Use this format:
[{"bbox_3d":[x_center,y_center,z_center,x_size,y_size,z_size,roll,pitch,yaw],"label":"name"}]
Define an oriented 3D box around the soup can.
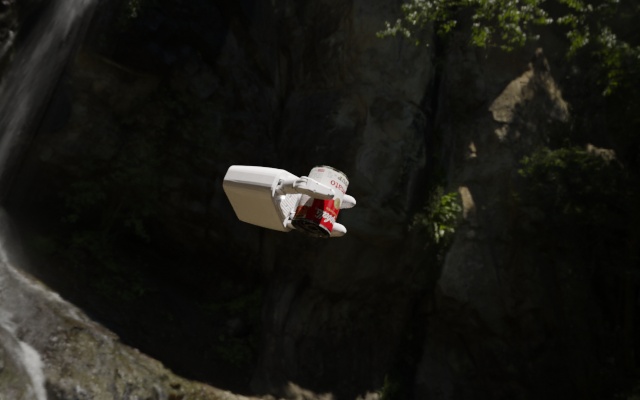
[{"bbox_3d":[0.001,0.002,0.788,0.068,0.102,0.068,18,-22,7],"label":"soup can"}]
